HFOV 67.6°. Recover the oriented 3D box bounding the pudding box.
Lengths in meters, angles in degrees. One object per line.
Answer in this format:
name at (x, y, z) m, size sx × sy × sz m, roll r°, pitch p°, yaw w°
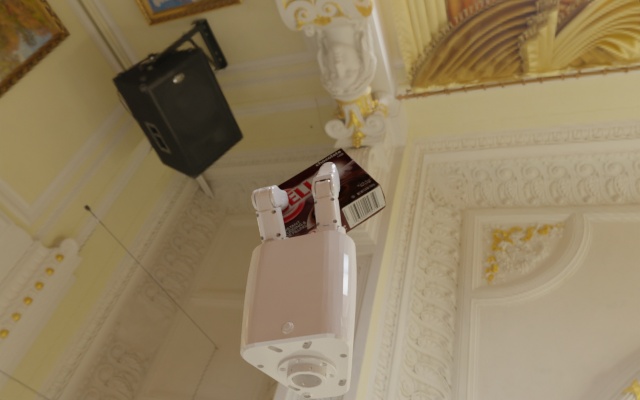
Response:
pudding box at (0.000, 0.002, 0.511) m, size 0.113 × 0.039 × 0.090 m, roll -30°, pitch 40°, yaw -8°
